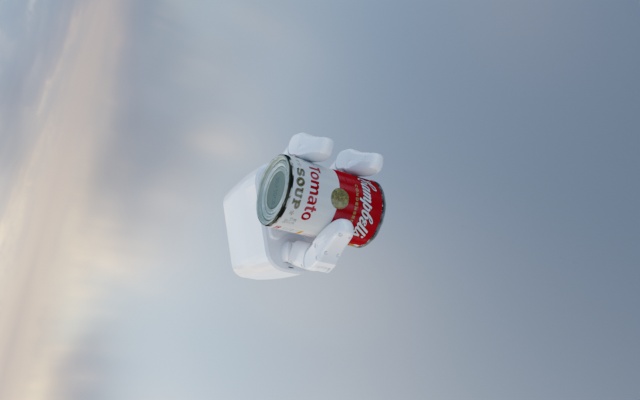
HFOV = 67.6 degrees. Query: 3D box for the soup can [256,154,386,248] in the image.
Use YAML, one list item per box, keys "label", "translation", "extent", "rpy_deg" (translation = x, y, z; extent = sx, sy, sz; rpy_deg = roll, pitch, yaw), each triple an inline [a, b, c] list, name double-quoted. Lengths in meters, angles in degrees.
- label: "soup can"
  translation: [0.000, 0.001, 0.444]
  extent: [0.102, 0.068, 0.068]
  rpy_deg: [15, -7, -28]
